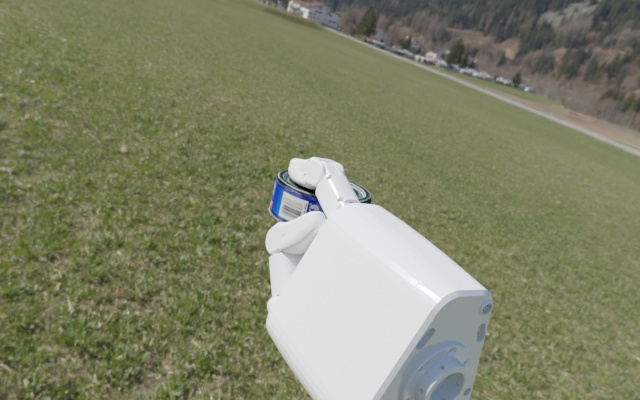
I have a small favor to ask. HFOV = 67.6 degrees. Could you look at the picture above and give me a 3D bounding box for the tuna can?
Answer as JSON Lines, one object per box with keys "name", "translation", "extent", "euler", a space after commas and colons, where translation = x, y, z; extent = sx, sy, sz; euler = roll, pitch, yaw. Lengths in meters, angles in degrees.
{"name": "tuna can", "translation": [0.000, 0.001, 0.415], "extent": [0.086, 0.034, 0.086], "euler": [12, 17, -4]}
